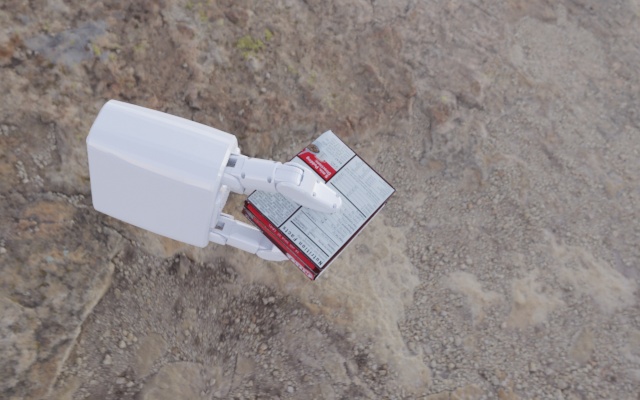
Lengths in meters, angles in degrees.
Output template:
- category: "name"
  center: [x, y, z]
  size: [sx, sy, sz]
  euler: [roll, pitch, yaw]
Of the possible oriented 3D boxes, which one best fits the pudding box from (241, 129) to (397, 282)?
- category: "pudding box"
  center: [0.000, 0.001, 0.428]
  size: [0.113, 0.090, 0.039]
  euler: [-44, -6, -25]
